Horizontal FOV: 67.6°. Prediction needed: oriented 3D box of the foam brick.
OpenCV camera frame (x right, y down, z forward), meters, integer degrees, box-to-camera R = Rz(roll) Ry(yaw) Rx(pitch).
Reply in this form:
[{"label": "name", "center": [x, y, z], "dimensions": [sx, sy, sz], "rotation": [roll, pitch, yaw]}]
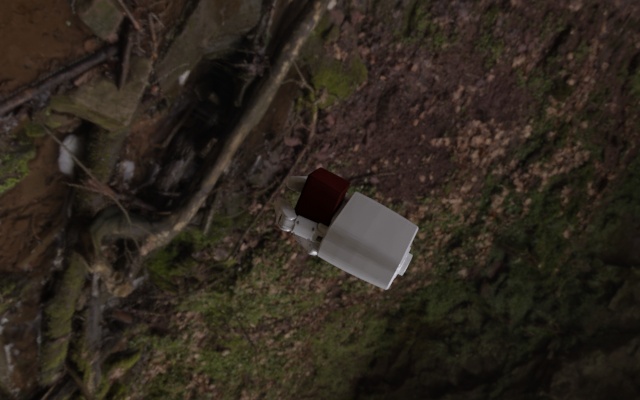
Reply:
[{"label": "foam brick", "center": [0.000, 0.002, 0.664], "dimensions": [0.051, 0.078, 0.053], "rotation": [28, 25, 10]}]
